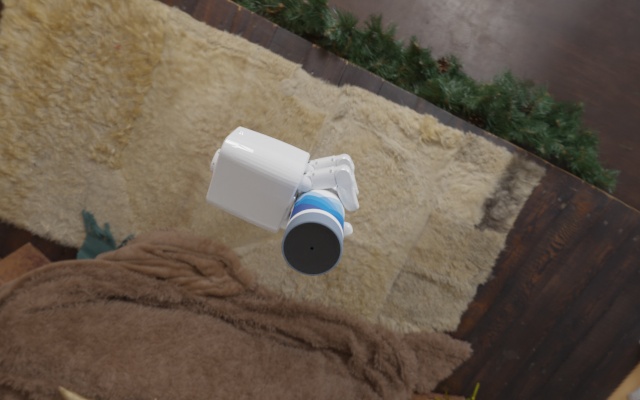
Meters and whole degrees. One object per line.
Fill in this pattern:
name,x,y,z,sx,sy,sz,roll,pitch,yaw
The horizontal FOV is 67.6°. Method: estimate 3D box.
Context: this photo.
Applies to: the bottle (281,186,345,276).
bottle,0.000,0.002,0.651,0.069,0.069,0.295,0,20,4
